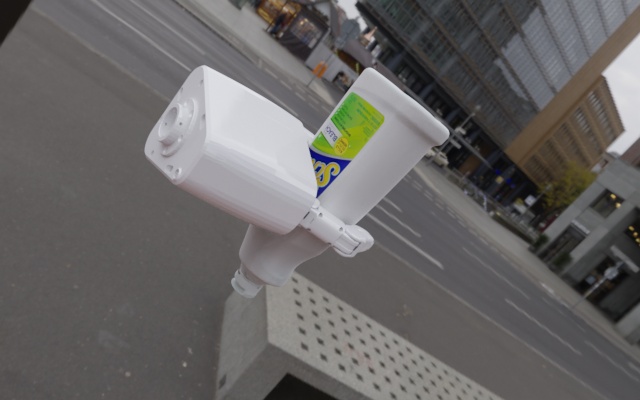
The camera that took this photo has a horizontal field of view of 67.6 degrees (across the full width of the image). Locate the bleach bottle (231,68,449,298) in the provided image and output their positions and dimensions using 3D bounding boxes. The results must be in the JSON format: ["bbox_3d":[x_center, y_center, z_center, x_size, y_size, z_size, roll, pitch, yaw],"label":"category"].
[{"bbox_3d":[0.000,0.001,0.455,0.068,0.251,0.102,28,18,-39],"label":"bleach bottle"}]
